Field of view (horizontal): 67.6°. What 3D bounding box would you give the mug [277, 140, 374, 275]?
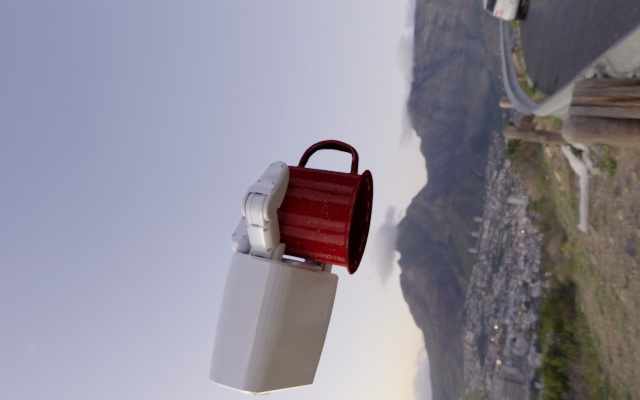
[{"bbox_3d":[0.000,0.000,0.429,0.081,0.117,0.093,9,-6,16],"label":"mug"}]
